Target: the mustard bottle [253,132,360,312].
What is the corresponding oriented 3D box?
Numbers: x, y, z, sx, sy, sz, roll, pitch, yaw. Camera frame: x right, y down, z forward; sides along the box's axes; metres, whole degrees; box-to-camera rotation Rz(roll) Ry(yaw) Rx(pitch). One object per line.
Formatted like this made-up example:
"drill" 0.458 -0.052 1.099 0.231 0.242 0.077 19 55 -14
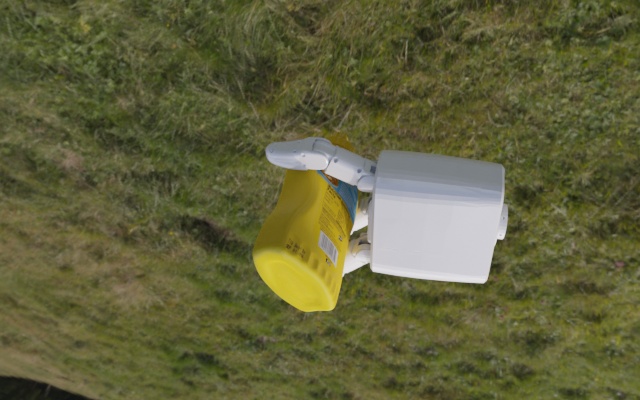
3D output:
"mustard bottle" 0.000 0.002 0.460 0.058 0.191 0.096 -12 -48 31
